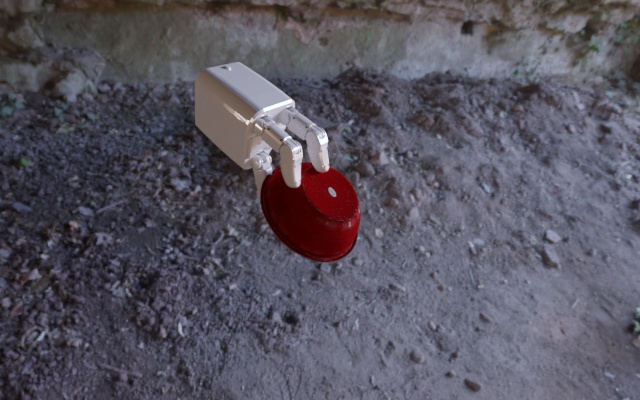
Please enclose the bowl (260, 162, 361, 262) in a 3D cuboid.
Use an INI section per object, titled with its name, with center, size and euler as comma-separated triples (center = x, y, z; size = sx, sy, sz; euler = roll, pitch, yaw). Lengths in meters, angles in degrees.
[bowl]
center = 0.001, 0.003, 0.663
size = 0.162, 0.162, 0.055
euler = 0, -32, -39
